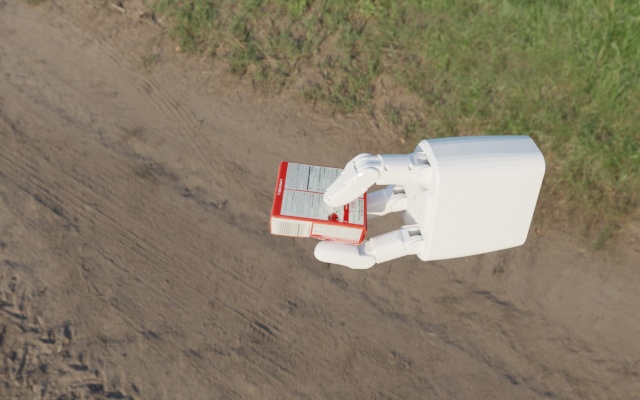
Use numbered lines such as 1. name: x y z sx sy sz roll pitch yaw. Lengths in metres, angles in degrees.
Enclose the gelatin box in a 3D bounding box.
1. gelatin box: 0.000 0.001 0.459 0.089 0.073 0.030 7 -41 -3
